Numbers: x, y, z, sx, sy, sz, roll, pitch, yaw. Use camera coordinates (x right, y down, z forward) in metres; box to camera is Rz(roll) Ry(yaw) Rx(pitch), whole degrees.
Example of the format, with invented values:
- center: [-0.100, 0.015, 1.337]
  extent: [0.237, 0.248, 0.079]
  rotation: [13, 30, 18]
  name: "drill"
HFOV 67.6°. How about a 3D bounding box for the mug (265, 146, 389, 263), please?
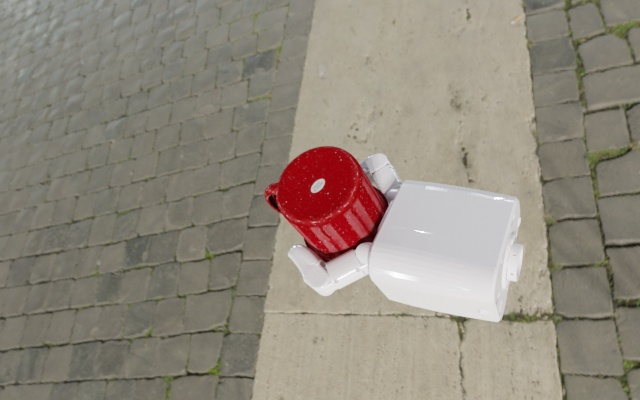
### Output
- center: [-0.001, 0.001, 0.452]
  extent: [0.117, 0.093, 0.081]
  rotation: [8, -24, 28]
  name: "mug"
